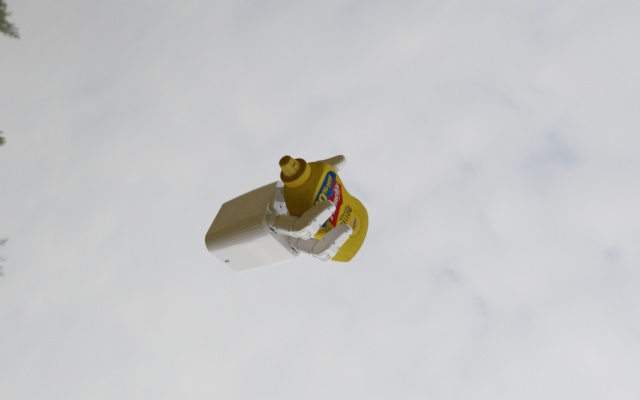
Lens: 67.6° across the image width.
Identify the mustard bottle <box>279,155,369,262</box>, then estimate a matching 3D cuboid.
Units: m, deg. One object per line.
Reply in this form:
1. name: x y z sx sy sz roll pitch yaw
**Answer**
1. mustard bottle: 0.001 0.002 0.665 0.058 0.096 0.192 4 -31 38
